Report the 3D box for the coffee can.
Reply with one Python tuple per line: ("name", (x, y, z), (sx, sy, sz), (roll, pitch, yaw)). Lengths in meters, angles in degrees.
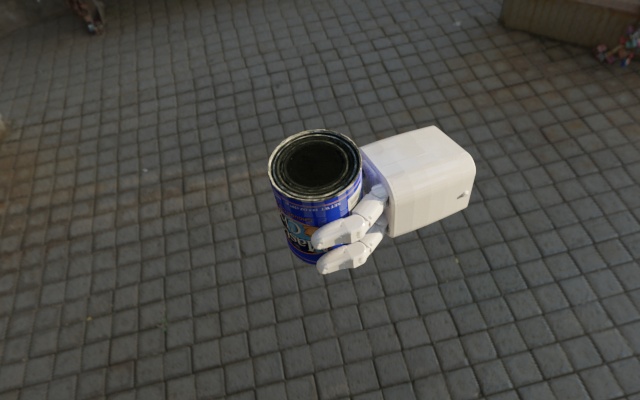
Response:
("coffee can", (0.000, 0.002, 0.565), (0.103, 0.102, 0.140), (0, -37, 7))
